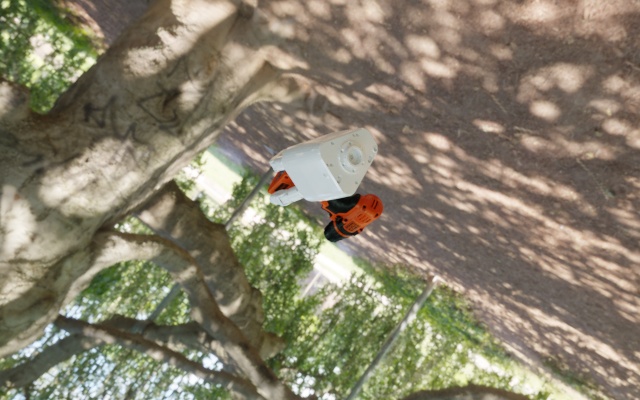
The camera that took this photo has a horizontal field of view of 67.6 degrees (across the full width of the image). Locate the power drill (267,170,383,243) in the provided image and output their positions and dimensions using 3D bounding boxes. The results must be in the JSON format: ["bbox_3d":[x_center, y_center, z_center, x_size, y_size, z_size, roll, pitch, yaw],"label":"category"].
[{"bbox_3d":[0.000,0.003,0.881,0.188,0.057,0.184,31,-33,-12],"label":"power drill"}]
